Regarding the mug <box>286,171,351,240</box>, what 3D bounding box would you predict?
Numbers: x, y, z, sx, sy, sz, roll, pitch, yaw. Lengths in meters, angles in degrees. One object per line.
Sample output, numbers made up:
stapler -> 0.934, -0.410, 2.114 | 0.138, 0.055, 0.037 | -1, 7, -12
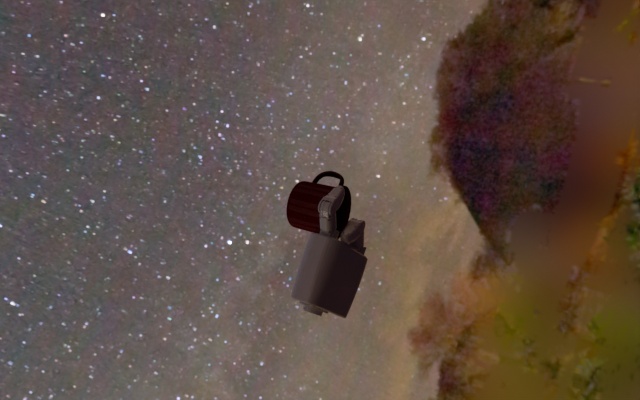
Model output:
mug -> 0.000, 0.001, 0.801 | 0.081, 0.117, 0.093 | 12, -17, 24
